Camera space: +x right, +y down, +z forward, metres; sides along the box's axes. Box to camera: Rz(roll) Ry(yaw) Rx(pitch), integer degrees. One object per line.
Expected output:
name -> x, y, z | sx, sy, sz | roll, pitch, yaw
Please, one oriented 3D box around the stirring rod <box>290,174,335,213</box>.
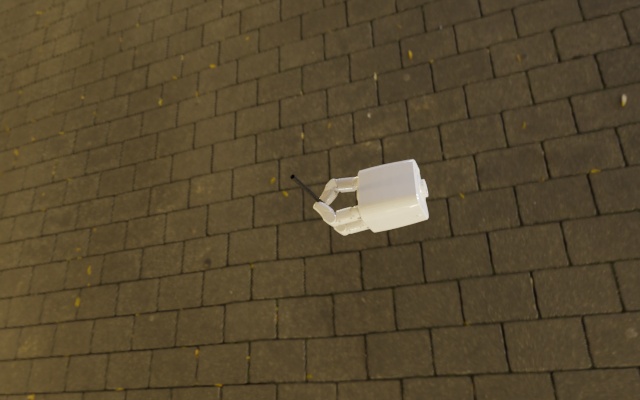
stirring rod -> 0.000, 0.003, 0.890 | 0.011, 0.011, 0.240 | 0, -21, 24
